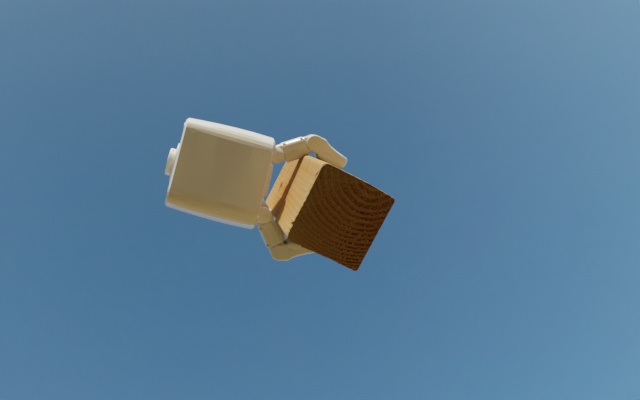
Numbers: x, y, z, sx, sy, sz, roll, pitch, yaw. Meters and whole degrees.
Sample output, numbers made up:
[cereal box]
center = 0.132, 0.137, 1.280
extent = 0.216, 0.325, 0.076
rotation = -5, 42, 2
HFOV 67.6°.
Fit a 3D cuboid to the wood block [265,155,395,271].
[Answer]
[wood block]
center = 0.000, 0.001, 0.592
extent = 0.090, 0.091, 0.206
rotation = 26, 3, -16
